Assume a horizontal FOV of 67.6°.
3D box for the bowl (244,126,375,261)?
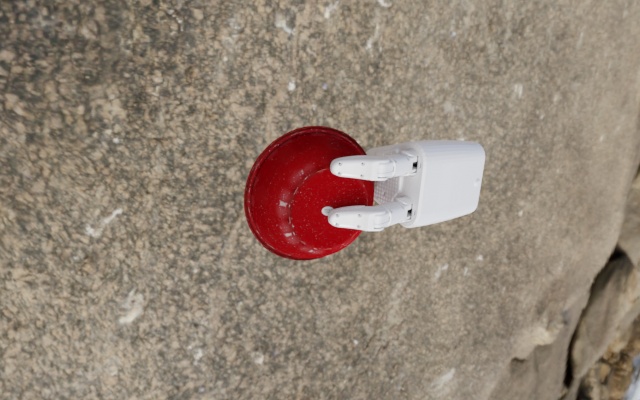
[{"bbox_3d":[-0.001,0.002,0.528,0.162,0.162,0.055,0,17,-23],"label":"bowl"}]
